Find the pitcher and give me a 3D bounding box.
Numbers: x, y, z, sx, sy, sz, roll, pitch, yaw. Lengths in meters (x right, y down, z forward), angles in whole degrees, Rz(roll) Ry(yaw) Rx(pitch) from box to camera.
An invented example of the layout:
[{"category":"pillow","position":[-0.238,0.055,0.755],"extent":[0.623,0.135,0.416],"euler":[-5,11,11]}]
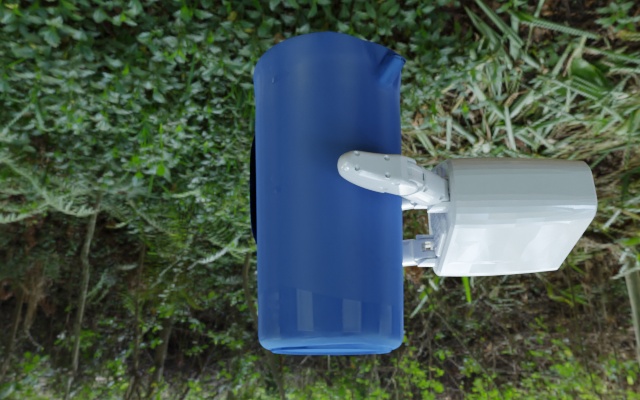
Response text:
[{"category":"pitcher","position":[0.000,0.001,0.402],"extent":[0.145,0.242,0.149],"euler":[0,-20,1]}]
